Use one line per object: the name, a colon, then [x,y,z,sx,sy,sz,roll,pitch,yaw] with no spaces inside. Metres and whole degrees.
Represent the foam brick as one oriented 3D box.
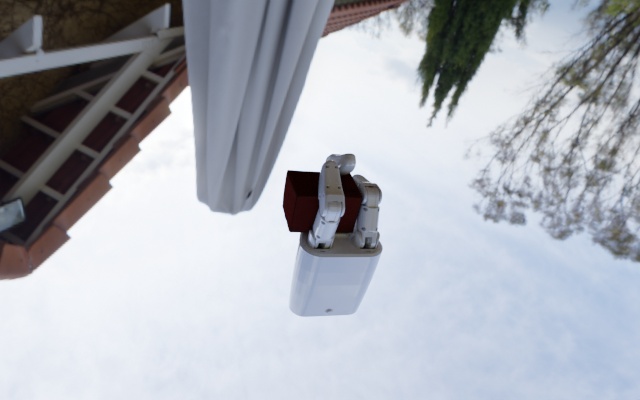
foam brick: [0.000,0.002,0.539,0.078,0.051,0.053,2,36,-18]
